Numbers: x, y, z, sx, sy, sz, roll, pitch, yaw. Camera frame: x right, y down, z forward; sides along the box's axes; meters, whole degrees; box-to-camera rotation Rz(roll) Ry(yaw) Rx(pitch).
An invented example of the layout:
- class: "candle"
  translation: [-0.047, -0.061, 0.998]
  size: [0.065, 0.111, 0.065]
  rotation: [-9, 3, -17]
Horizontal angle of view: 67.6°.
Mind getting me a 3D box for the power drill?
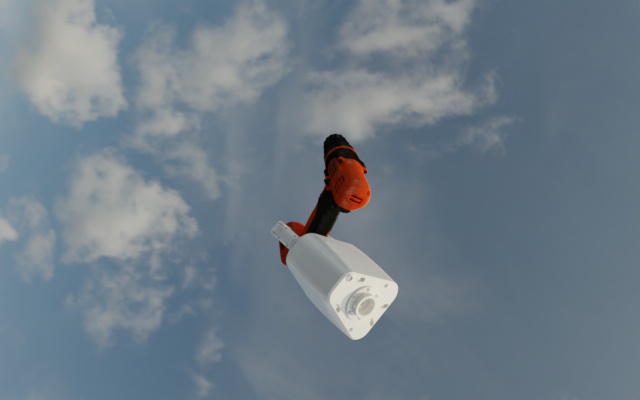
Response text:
- class: "power drill"
  translation: [0.000, 0.003, 0.728]
  size: [0.057, 0.188, 0.184]
  rotation: [22, 26, -19]
